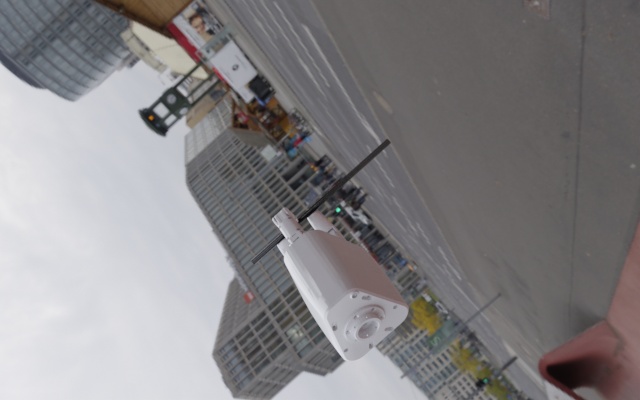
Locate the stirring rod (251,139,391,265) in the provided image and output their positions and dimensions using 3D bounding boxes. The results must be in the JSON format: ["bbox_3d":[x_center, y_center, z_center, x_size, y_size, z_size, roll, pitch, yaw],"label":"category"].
[{"bbox_3d":[0.000,0.002,0.629,0.239,0.011,0.011,-42,-2,2],"label":"stirring rod"}]
